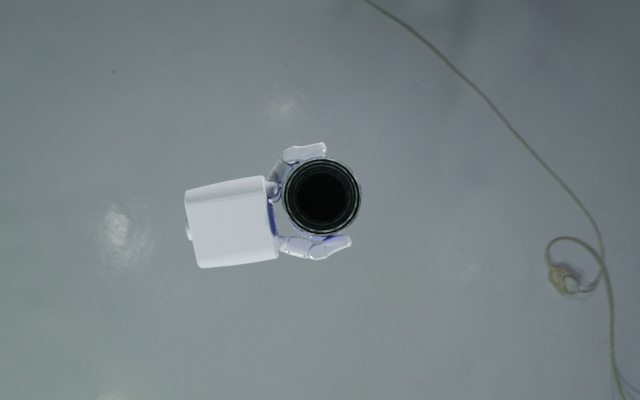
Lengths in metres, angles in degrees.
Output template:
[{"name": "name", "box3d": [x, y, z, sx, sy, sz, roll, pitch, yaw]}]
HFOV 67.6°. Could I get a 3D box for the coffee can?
[{"name": "coffee can", "box3d": [0.000, 0.002, 0.670, 0.103, 0.103, 0.140, 0, -6, -1]}]
